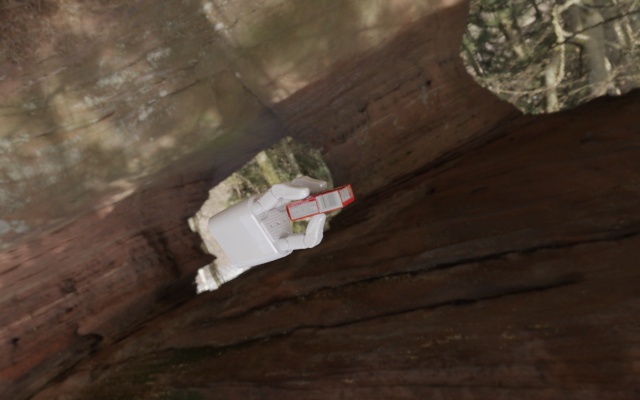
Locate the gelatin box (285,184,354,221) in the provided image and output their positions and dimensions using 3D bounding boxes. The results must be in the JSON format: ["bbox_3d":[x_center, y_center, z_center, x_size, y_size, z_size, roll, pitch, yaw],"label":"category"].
[{"bbox_3d":[0.001,0.003,0.737,0.089,0.030,0.073,-16,3,19],"label":"gelatin box"}]
